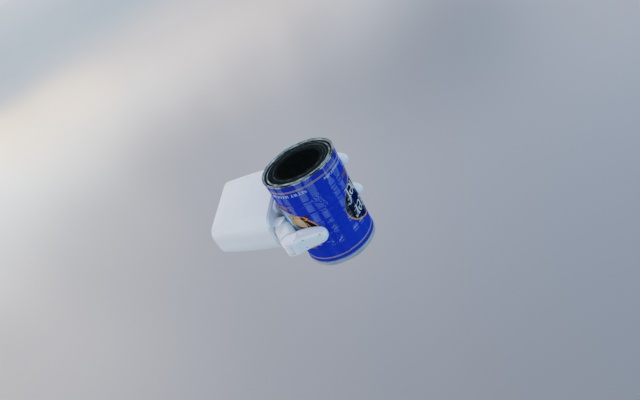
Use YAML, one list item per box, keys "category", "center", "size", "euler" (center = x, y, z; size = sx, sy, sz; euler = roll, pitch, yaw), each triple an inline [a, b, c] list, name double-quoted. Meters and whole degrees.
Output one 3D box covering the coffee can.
- category: "coffee can"
  center: [0.000, 0.002, 0.639]
  size: [0.103, 0.140, 0.102]
  euler: [-22, 32, 14]
